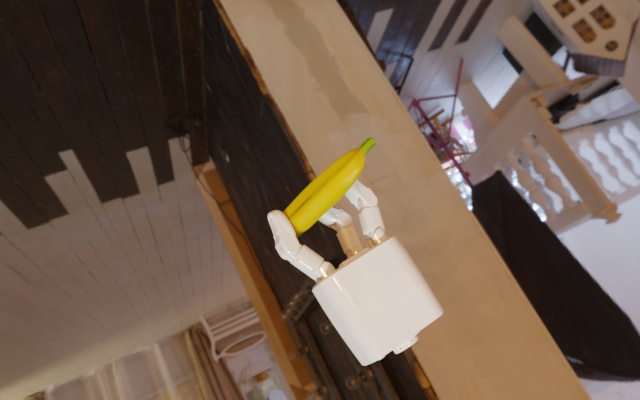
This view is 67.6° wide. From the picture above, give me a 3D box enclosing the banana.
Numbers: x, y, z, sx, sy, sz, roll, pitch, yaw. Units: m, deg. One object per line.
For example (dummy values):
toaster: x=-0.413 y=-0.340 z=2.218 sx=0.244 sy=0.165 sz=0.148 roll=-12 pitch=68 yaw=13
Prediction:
banana: x=-0.007 y=0.004 z=0.575 sx=0.198 sy=0.037 sz=0.069 roll=-43 pitch=-10 yaw=31
